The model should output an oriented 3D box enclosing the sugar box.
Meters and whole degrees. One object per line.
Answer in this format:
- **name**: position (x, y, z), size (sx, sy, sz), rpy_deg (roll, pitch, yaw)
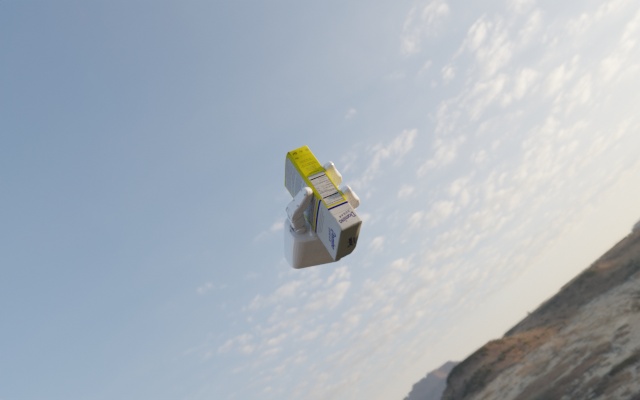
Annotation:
- **sugar box**: position (0.001, 0.002, 0.781), size (0.048, 0.176, 0.093), rpy_deg (-25, -30, -22)
